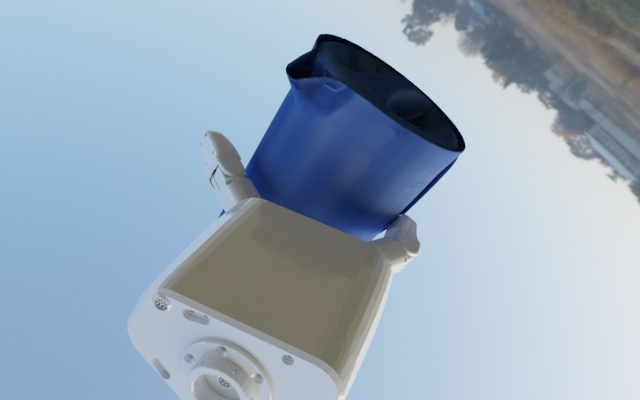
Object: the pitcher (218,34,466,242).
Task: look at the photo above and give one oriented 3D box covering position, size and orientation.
[{"bbox_3d":[0.000,0.001,0.406,0.149,0.243,0.145,37,29,-2],"label":"pitcher"}]
